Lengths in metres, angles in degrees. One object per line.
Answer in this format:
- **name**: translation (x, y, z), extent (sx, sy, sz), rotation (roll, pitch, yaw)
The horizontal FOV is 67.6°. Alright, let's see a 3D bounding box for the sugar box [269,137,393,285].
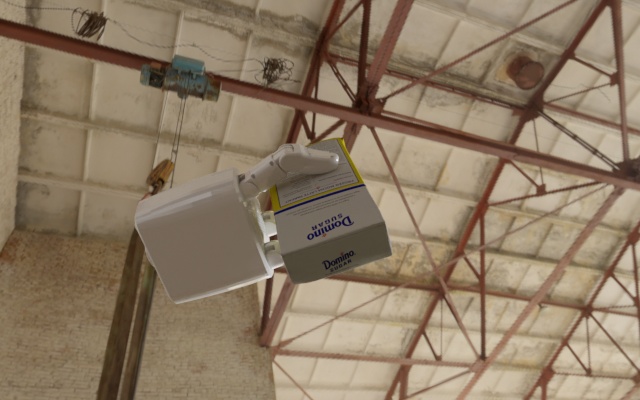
- **sugar box**: translation (0.000, 0.002, 0.472), extent (0.093, 0.048, 0.176), rotation (-18, 36, 0)
